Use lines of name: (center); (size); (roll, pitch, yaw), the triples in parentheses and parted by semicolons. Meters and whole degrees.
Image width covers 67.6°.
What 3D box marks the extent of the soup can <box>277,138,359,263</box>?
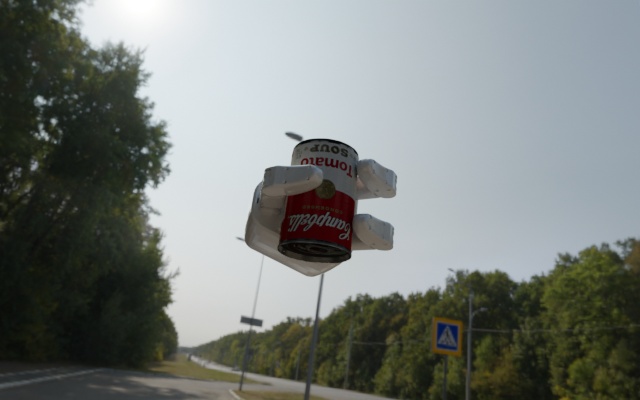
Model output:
soup can: (0.000, 0.001, 0.450); (0.068, 0.102, 0.068); (6, -21, 2)
